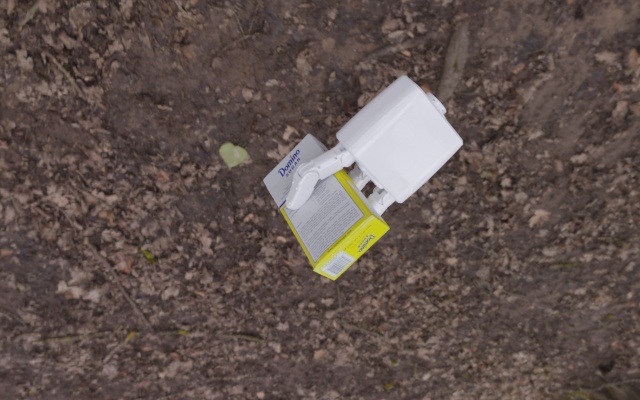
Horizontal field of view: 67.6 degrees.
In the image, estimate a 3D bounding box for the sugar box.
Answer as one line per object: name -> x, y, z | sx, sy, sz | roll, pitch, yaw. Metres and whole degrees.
sugar box -> 0.001, 0.002, 0.589 | 0.048, 0.093, 0.176 | 36, 15, -42
